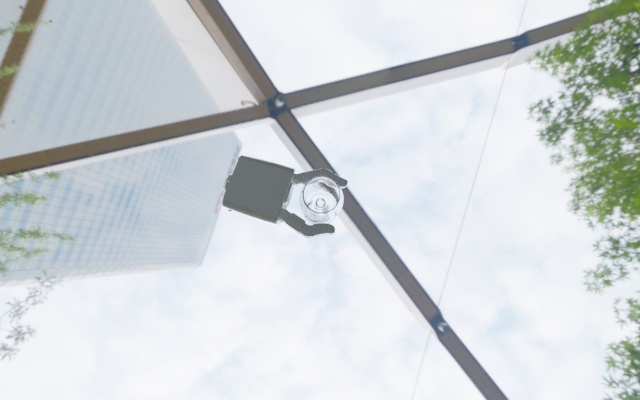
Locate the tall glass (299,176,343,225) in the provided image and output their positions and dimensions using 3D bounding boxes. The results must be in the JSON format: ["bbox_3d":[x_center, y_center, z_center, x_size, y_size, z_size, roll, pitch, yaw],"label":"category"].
[{"bbox_3d":[0.000,0.003,0.870,0.079,0.079,0.201,0,-7,-1],"label":"tall glass"}]
